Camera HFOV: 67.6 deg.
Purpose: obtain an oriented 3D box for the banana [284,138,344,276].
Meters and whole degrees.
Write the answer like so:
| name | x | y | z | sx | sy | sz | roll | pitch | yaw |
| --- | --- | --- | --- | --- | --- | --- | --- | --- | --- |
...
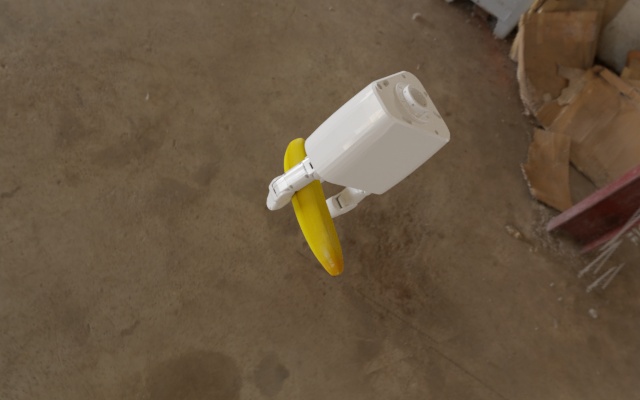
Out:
| name | x | y | z | sx | sy | sz | roll | pitch | yaw |
| --- | --- | --- | --- | --- | --- | --- | --- | --- | --- |
| banana | -0.011 | -0.008 | 0.565 | 0.037 | 0.197 | 0.070 | -28 | -37 | 20 |
